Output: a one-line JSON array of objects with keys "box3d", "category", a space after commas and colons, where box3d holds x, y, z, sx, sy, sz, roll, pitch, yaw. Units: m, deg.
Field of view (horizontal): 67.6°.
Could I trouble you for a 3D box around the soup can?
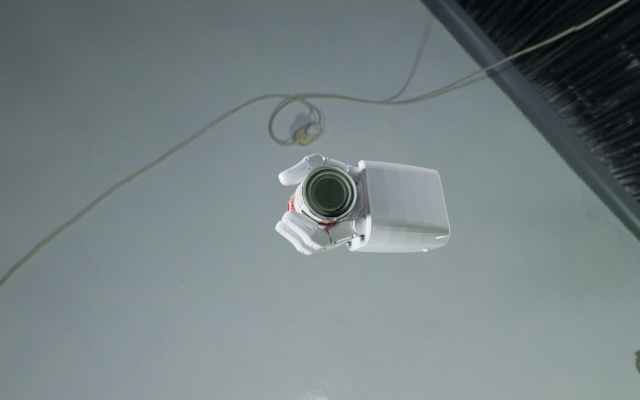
[{"box3d": [0.000, 0.002, 0.589, 0.068, 0.068, 0.102, 0, -13, -13], "category": "soup can"}]
